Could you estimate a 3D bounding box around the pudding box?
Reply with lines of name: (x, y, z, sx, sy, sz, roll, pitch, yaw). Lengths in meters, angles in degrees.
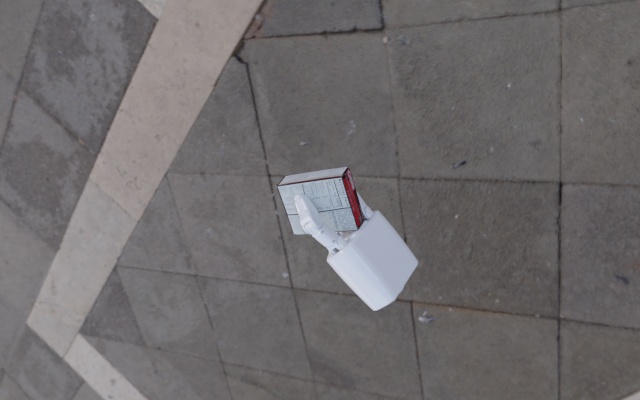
pudding box: (0.000, 0.002, 0.710, 0.113, 0.090, 0.039, -7, 23, 25)
